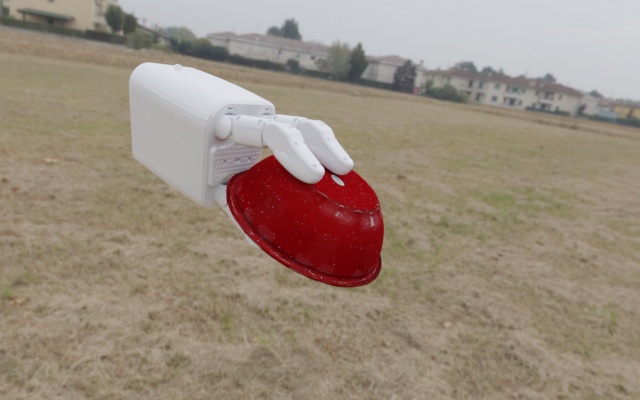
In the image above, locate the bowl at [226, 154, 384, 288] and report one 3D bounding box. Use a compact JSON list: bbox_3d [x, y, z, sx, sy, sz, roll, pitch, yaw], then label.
[{"bbox_3d":[0.001,0.002,0.430,0.162,0.055,0.162,27,25,-14],"label":"bowl"}]
